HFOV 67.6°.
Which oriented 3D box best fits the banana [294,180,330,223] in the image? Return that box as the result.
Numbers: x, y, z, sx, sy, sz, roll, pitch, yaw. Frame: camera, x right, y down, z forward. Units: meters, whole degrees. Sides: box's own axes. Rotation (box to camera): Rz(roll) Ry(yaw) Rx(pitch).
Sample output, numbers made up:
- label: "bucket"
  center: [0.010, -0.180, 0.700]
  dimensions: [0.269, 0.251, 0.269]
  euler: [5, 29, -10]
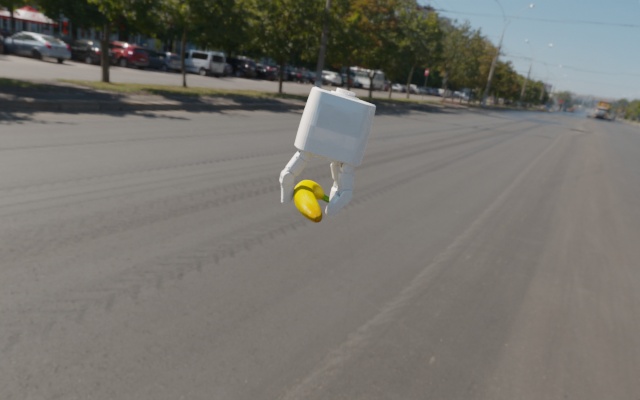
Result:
- label: "banana"
  center: [-0.016, -0.006, 0.846]
  dimensions: [0.069, 0.037, 0.197]
  euler: [25, 13, 2]
